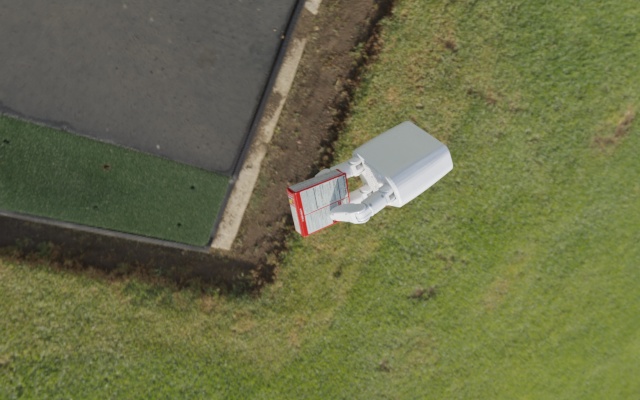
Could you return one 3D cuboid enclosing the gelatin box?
[{"bbox_3d":[0.000,0.003,0.702,0.089,0.073,0.030,-23,29,-24],"label":"gelatin box"}]
